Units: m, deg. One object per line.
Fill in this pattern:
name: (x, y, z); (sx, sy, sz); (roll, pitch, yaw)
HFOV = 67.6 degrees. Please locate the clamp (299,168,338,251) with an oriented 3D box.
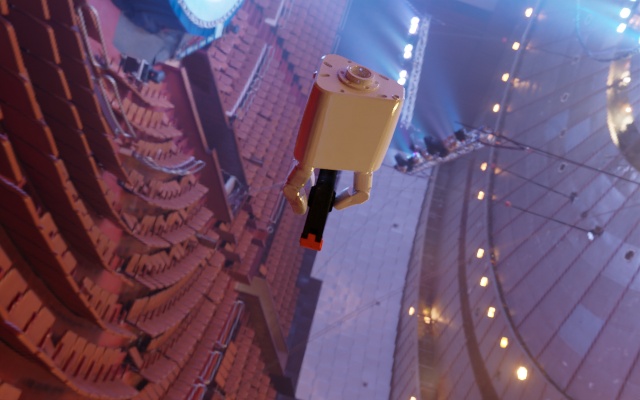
clamp: (0.001, 0.003, 0.673); (0.036, 0.165, 0.209); (14, 43, -1)
